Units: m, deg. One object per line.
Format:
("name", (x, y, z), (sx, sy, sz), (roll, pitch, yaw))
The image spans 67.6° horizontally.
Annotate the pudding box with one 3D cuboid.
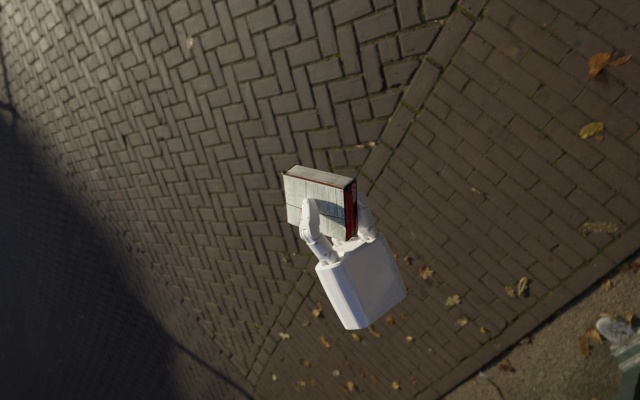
("pudding box", (0.000, 0.002, 0.702), (0.113, 0.090, 0.039), (15, 33, 30))
